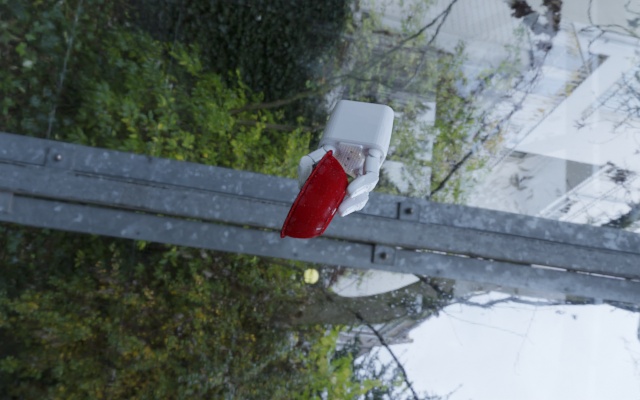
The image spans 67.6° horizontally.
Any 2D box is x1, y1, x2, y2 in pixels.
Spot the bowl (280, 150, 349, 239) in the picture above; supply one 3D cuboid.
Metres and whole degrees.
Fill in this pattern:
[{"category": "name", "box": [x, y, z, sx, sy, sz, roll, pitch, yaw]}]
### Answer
[{"category": "bowl", "box": [0.000, 0.004, 0.756, 0.055, 0.162, 0.162, 30, 3, 5]}]
